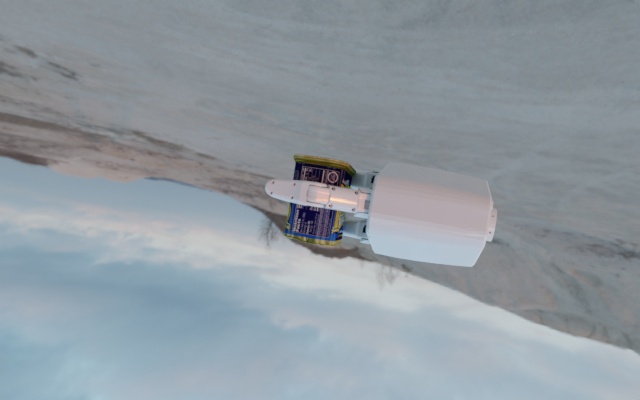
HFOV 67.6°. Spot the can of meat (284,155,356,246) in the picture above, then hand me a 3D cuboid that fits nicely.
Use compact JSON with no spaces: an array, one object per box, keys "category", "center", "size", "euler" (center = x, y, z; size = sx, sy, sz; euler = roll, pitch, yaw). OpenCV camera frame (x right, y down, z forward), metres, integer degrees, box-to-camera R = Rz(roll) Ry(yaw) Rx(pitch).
[{"category":"can of meat","center":[0.000,0.002,0.505],"size":[0.057,0.084,0.102],"euler":[9,-1,10]}]
